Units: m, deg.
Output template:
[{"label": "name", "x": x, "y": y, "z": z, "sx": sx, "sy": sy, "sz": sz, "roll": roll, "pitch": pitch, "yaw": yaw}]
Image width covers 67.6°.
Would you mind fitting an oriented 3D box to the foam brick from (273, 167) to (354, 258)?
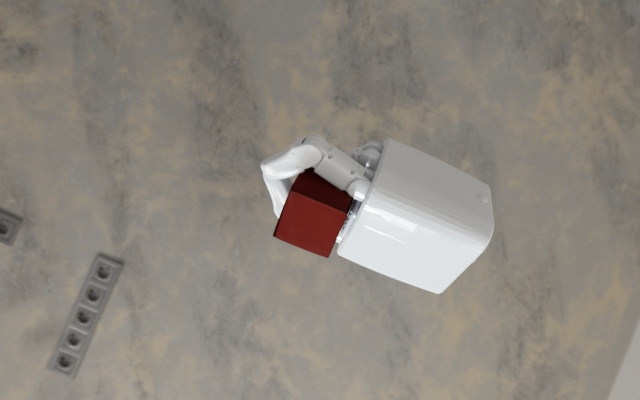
[{"label": "foam brick", "x": 0.000, "y": 0.002, "z": 0.416, "sx": 0.051, "sy": 0.053, "sz": 0.078, "roll": 24, "pitch": 35, "yaw": 1}]
